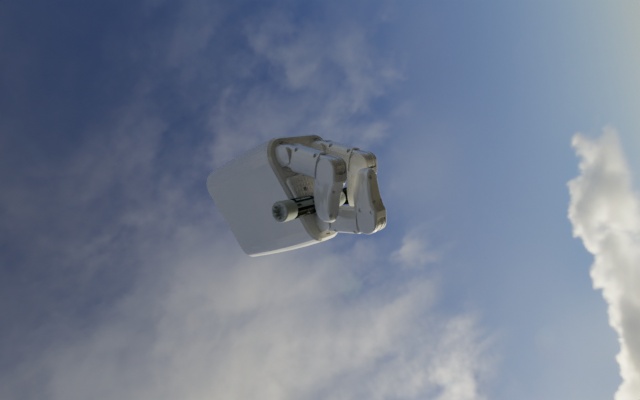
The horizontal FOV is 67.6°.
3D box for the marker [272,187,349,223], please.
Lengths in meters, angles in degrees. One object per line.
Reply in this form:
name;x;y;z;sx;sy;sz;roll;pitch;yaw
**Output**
marker;0.000;0.001;0.461;0.020;0.020;0.121;0;8;37
